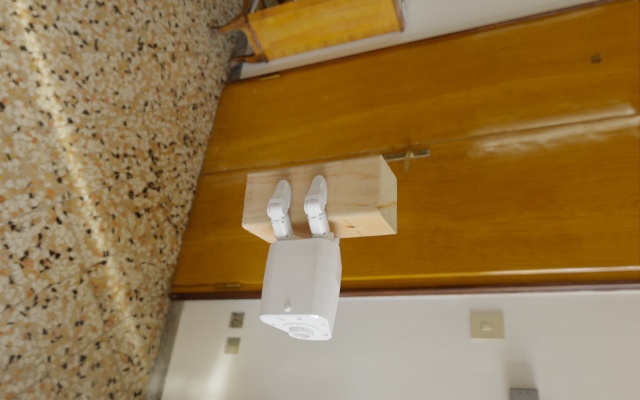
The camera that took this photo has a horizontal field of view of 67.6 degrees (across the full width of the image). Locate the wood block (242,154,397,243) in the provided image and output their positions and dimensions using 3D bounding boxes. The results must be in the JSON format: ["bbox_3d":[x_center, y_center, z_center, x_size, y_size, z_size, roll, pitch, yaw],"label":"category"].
[{"bbox_3d":[0.000,0.003,0.699,0.206,0.090,0.091,-6,-22,22],"label":"wood block"}]
